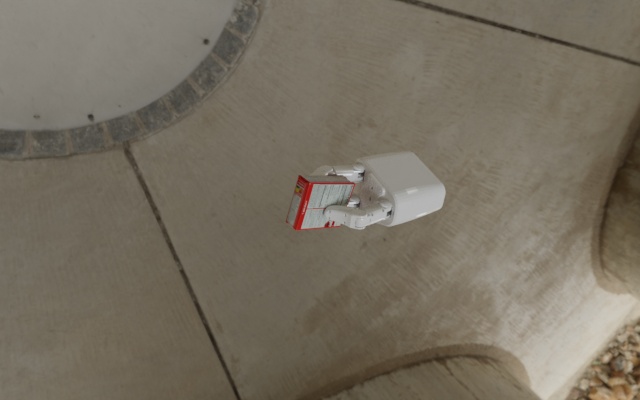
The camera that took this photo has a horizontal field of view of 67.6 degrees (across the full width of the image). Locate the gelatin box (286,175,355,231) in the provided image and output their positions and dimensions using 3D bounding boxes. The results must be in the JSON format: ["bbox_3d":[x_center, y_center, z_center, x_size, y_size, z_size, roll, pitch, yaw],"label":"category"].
[{"bbox_3d":[0.000,0.002,0.679,0.089,0.073,0.030,-2,28,-41],"label":"gelatin box"}]
